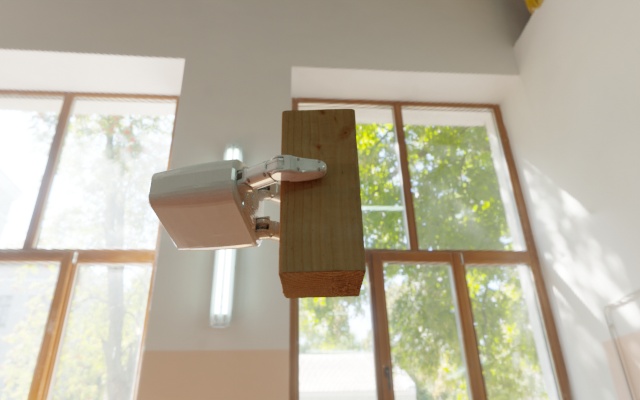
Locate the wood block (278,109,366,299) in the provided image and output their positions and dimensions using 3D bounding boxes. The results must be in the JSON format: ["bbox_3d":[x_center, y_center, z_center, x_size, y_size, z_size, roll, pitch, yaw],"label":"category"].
[{"bbox_3d":[0.000,0.002,0.564,0.090,0.206,0.091,-1,-28,0],"label":"wood block"}]
